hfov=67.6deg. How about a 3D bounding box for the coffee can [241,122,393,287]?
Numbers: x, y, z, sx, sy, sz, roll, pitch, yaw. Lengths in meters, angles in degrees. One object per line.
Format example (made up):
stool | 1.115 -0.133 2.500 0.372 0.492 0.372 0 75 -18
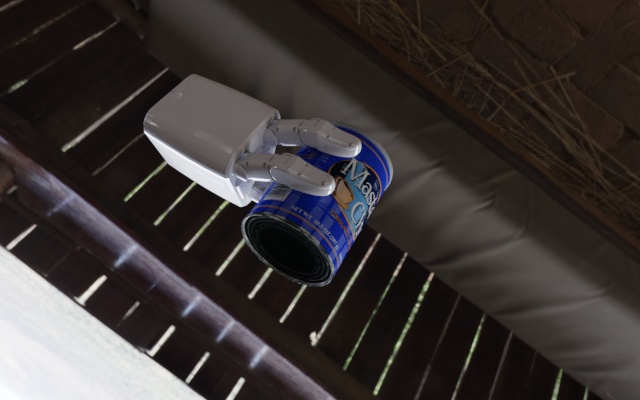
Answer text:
coffee can | 0.000 0.002 0.493 0.103 0.103 0.140 0 43 41
